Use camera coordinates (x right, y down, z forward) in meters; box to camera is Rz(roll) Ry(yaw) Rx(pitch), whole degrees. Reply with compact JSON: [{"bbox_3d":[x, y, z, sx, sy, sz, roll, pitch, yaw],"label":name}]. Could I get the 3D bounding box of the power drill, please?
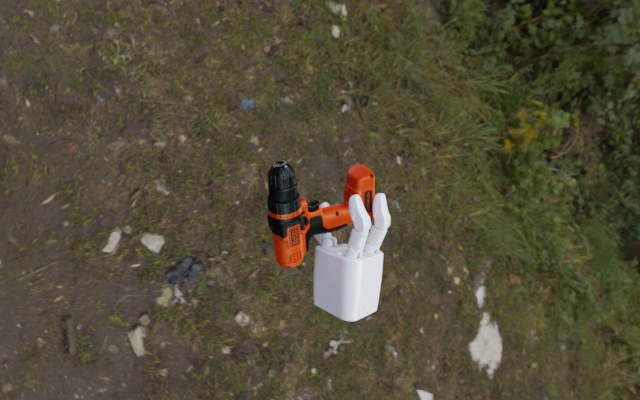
[{"bbox_3d":[0.001,0.003,0.774,0.187,0.184,0.057,-20,36,-27],"label":"power drill"}]
